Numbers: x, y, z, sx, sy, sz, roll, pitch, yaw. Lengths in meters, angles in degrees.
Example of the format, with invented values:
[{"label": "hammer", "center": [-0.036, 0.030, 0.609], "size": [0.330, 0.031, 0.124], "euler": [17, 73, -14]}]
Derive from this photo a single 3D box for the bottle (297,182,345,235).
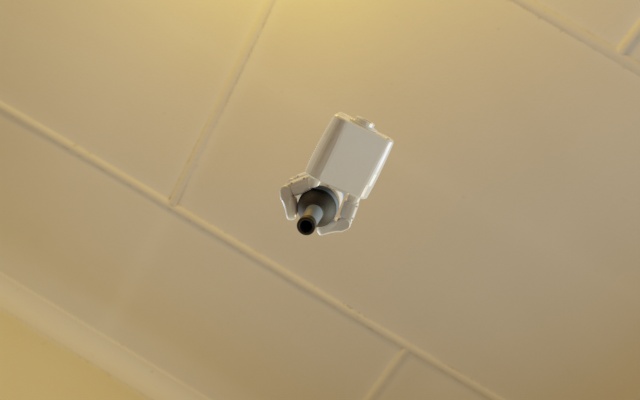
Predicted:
[{"label": "bottle", "center": [0.000, 0.003, 0.817], "size": [0.069, 0.069, 0.295], "euler": [0, 13, 8]}]
